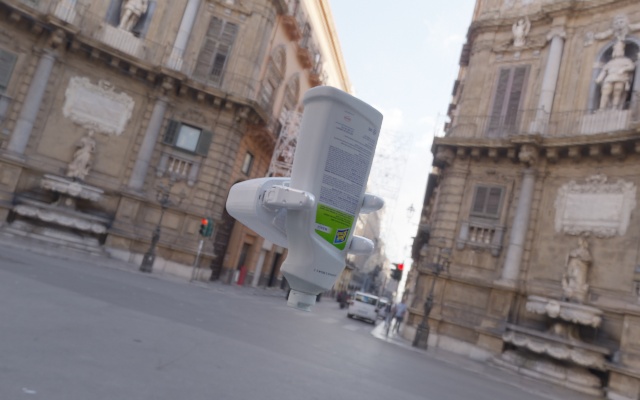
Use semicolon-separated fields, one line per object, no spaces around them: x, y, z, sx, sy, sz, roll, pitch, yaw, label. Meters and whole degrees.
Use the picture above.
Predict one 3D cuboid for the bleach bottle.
0.000;0.002;0.561;0.102;0.251;0.068;20;-10;-31;bleach bottle
